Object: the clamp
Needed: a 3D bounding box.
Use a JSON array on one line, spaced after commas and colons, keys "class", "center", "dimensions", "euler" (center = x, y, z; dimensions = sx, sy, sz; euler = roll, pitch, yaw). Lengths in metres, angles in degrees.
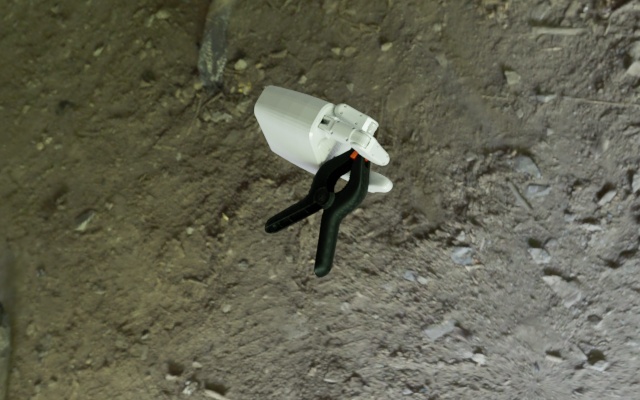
[{"class": "clamp", "center": [0.000, 0.002, 0.625], "dimensions": [0.120, 0.171, 0.039], "euler": [26, -7, 29]}]
